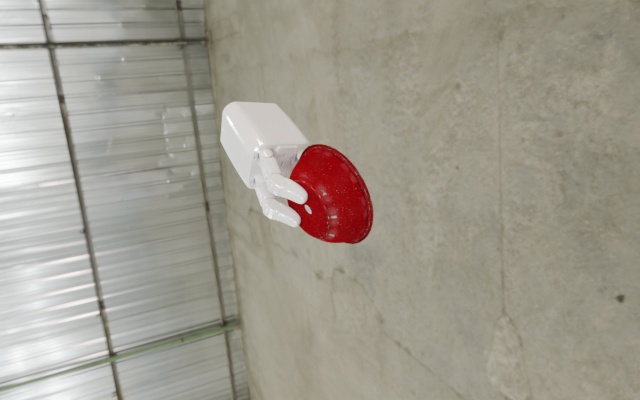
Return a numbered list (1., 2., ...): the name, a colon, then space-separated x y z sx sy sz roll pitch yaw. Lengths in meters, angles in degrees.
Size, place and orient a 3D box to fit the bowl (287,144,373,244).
1. bowl: 0.001 0.003 0.695 0.055 0.162 0.162 -29 17 -33
